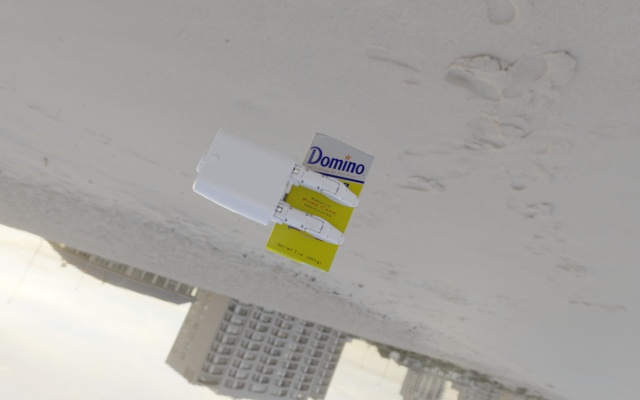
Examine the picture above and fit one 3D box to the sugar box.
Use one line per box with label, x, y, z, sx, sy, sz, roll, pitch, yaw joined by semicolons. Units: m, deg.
sugar box;0.000;0.002;0.663;0.093;0.176;0.048;23;-11;-4
